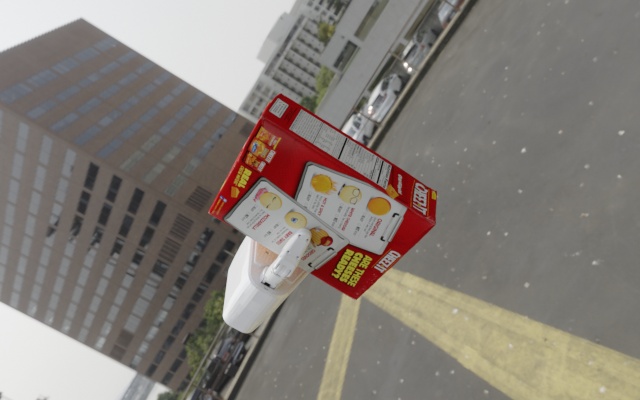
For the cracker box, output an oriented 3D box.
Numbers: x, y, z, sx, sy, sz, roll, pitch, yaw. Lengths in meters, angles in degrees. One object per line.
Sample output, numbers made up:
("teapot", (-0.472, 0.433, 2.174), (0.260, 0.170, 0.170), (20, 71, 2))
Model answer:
("cracker box", (0.000, 0.002, 0.555), (0.214, 0.164, 0.072), (31, 40, -8))
